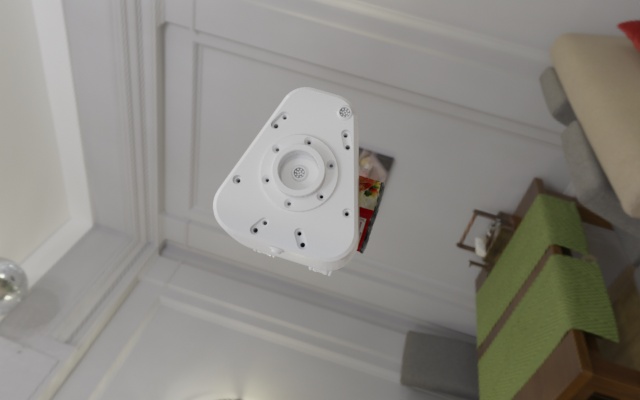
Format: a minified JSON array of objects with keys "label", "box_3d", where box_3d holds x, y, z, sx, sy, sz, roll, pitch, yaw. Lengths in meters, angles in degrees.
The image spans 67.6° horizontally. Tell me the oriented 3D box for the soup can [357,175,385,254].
[{"label":"soup can","box_3d":[0.000,0.001,0.438,0.102,0.068,0.068,17,1,3]}]
